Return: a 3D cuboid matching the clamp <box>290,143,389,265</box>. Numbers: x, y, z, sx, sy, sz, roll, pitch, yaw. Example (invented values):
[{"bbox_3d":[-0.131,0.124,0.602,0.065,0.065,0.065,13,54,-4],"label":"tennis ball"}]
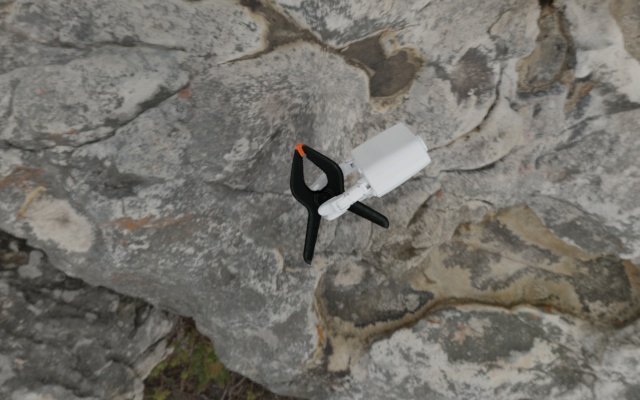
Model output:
[{"bbox_3d":[0.000,0.002,0.828,0.164,0.210,0.036,-33,12,5],"label":"clamp"}]
